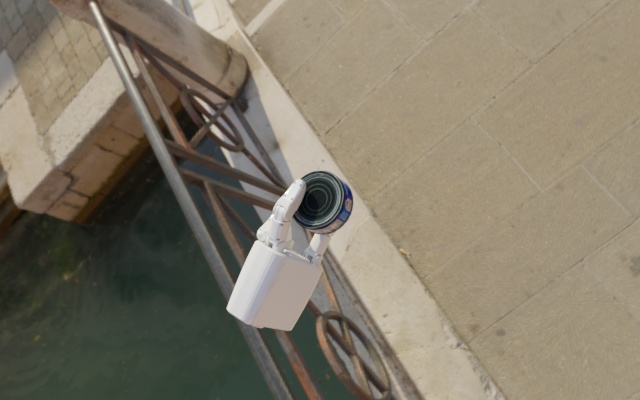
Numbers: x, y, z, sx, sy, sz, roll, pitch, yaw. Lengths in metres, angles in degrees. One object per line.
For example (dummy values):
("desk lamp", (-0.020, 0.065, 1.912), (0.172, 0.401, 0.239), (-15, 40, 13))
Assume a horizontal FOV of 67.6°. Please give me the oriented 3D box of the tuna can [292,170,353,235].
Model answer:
("tuna can", (0.000, 0.002, 0.661), (0.086, 0.086, 0.034), (0, -16, 26))
